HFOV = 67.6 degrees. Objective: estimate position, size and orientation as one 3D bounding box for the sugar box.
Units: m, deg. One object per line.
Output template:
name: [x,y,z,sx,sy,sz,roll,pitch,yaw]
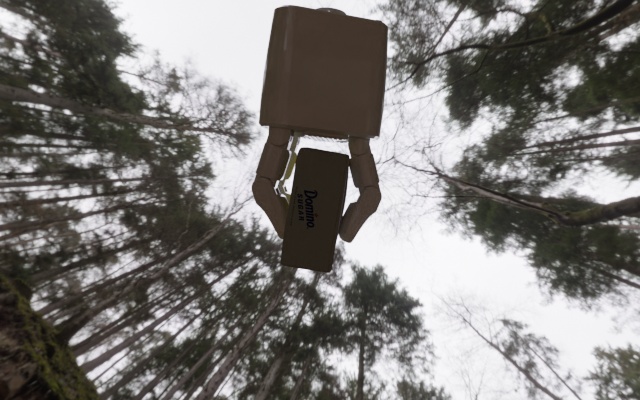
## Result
sugar box: [0.000,0.001,0.440,0.048,0.093,0.176,9,4,5]
